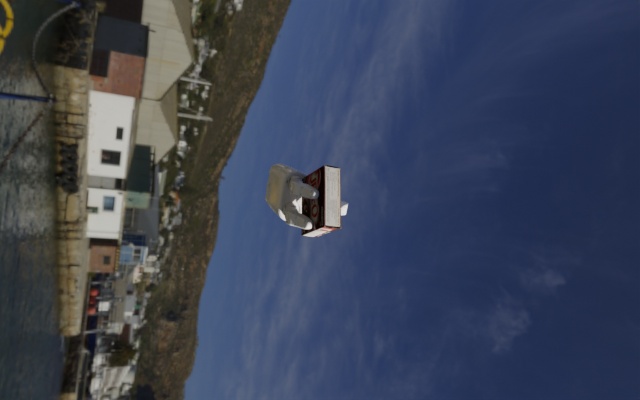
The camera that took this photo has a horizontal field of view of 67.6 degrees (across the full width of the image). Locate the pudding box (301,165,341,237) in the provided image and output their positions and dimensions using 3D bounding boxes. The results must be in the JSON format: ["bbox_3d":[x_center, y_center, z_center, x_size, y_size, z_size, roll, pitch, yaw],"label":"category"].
[{"bbox_3d":[0.000,0.003,0.852,0.039,0.113,0.090,5,-16,-26],"label":"pudding box"}]
